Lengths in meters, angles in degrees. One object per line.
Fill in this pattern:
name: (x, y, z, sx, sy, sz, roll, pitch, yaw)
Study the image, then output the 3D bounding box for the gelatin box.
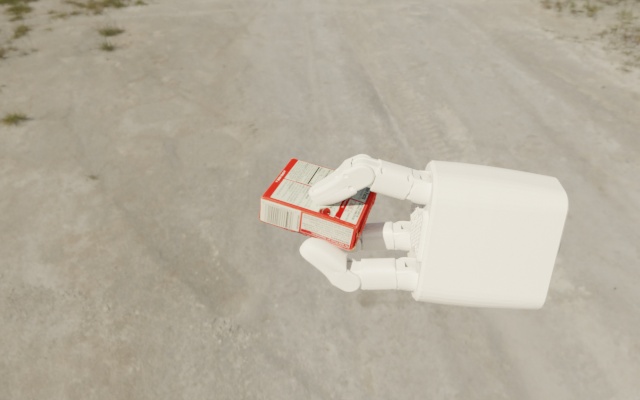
gelatin box: (0.000, 0.001, 0.428, 0.089, 0.030, 0.073, 17, 37, 10)
